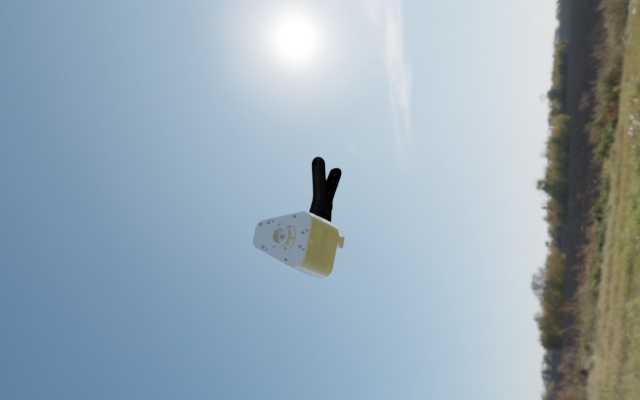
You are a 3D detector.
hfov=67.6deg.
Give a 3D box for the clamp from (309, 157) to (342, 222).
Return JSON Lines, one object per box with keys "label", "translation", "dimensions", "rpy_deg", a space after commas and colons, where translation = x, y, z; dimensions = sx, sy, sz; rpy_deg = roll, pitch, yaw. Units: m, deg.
{"label": "clamp", "translation": [0.000, 0.003, 0.887], "dimensions": [0.039, 0.171, 0.120], "rpy_deg": [3, -15, 26]}
